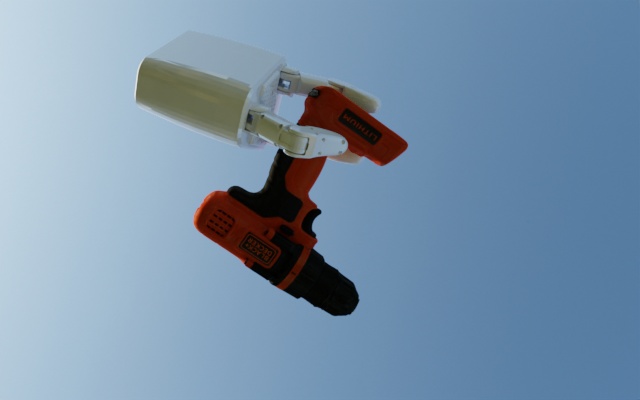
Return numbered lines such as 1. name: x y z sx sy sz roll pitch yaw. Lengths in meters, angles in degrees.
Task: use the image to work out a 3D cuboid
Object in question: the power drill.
1. power drill: 0.000 0.001 0.461 0.184 0.187 0.057 35 2 -12
